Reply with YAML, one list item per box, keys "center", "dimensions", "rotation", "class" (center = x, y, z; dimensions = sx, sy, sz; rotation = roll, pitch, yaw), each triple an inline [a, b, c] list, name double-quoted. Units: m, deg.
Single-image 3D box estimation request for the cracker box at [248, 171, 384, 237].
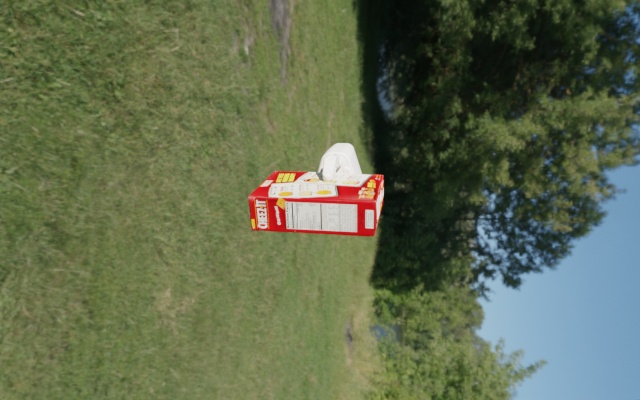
- center: [0.000, 0.003, 0.849]
  dimensions: [0.213, 0.072, 0.164]
  rotation: [2, 19, 11]
  class: "cracker box"
